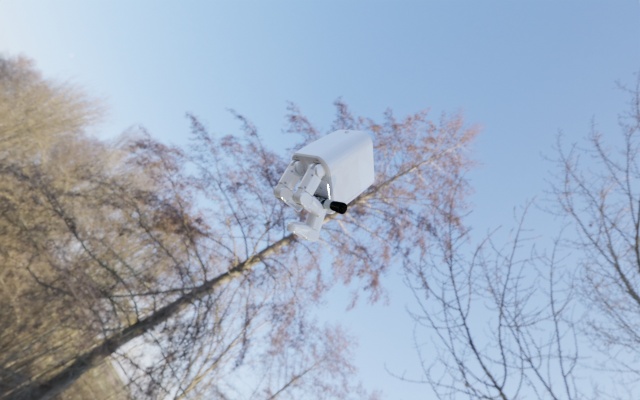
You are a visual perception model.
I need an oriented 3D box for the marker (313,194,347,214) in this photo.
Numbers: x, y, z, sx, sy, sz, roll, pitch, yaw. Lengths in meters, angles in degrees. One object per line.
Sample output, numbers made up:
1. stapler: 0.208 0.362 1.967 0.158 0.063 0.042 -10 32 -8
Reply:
1. marker: 0.000 0.003 0.769 0.020 0.020 0.121 0 10 -39
